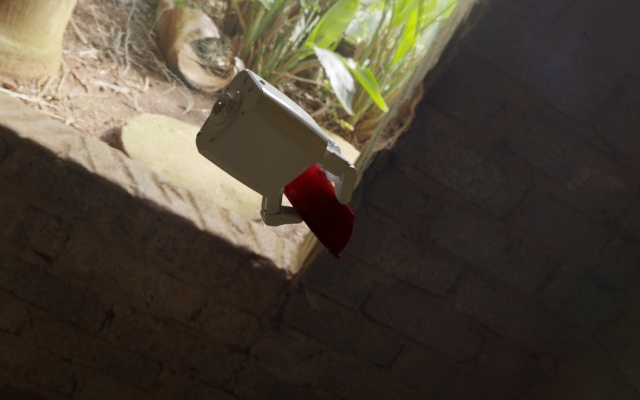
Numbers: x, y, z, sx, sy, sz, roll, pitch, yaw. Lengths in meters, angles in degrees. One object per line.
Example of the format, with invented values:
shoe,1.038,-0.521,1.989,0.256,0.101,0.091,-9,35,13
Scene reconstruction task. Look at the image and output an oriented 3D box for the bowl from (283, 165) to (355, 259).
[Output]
bowl,0.001,0.003,0.674,0.055,0.162,0.162,-37,-3,3
